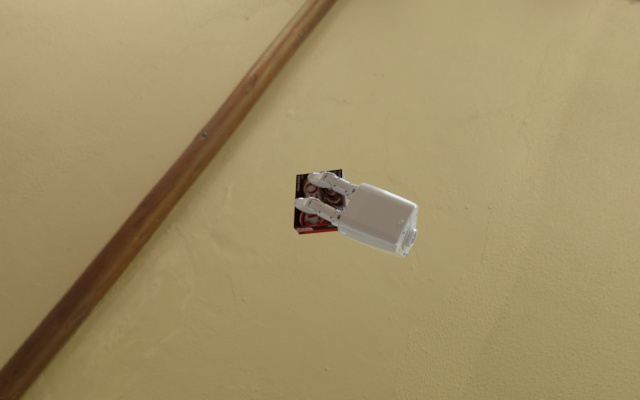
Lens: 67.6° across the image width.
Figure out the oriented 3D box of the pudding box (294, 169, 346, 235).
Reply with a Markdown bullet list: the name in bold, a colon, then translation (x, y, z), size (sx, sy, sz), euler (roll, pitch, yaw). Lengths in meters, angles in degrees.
- **pudding box**: translation (0.000, 0.003, 0.867), size (0.090, 0.113, 0.039), euler (-6, -31, 13)
